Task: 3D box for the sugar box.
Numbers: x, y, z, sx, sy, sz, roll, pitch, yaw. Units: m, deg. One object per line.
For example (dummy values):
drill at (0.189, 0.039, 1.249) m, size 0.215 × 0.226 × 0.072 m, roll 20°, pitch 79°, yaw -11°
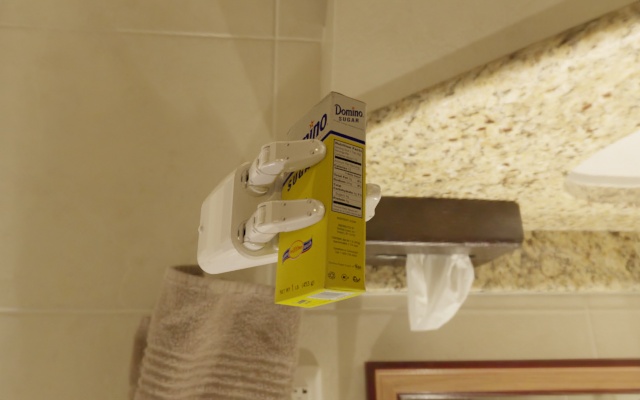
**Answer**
sugar box at (0.000, 0.001, 0.431) m, size 0.048 × 0.176 × 0.093 m, roll 11°, pitch -23°, yaw -29°
